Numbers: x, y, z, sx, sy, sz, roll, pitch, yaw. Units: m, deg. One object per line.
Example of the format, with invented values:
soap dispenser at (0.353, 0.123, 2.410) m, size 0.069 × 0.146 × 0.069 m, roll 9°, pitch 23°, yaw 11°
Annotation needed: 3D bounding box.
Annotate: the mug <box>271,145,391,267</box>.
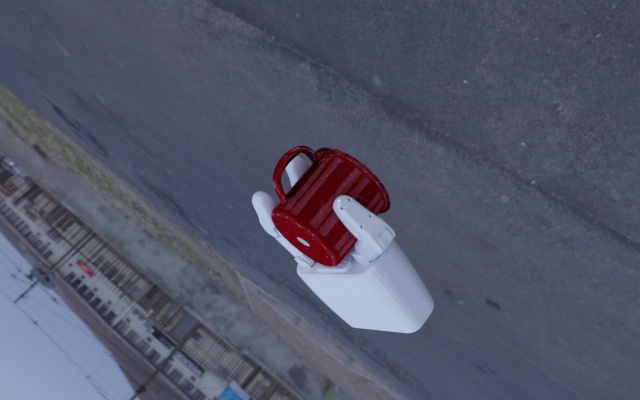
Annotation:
mug at (-0.001, 0.001, 0.456) m, size 0.117 × 0.081 × 0.093 m, roll 50°, pitch -22°, yaw -27°
